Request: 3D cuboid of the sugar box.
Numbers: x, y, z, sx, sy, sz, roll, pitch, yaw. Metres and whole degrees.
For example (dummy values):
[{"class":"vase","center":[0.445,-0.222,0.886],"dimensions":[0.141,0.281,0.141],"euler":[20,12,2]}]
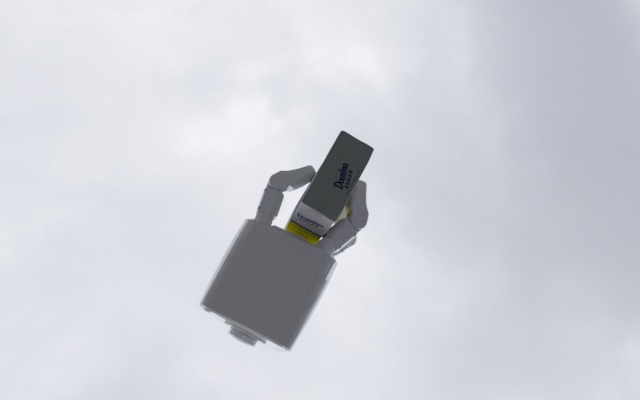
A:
[{"class":"sugar box","center":[0.000,0.002,0.544],"dimensions":[0.048,0.093,0.176],"euler":[30,-22,-4]}]
